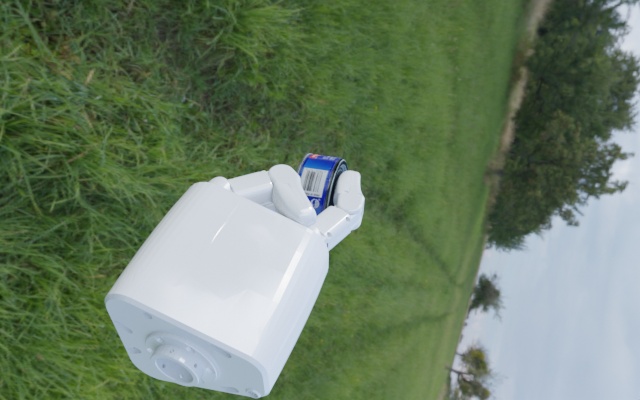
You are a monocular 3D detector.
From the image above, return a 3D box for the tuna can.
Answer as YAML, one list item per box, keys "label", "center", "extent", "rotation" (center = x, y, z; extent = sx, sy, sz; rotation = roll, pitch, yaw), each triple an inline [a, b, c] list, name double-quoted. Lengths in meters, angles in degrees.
- label: "tuna can"
  center: [0.001, 0.001, 0.434]
  extent: [0.034, 0.086, 0.086]
  rotation: [9, 2, 14]
